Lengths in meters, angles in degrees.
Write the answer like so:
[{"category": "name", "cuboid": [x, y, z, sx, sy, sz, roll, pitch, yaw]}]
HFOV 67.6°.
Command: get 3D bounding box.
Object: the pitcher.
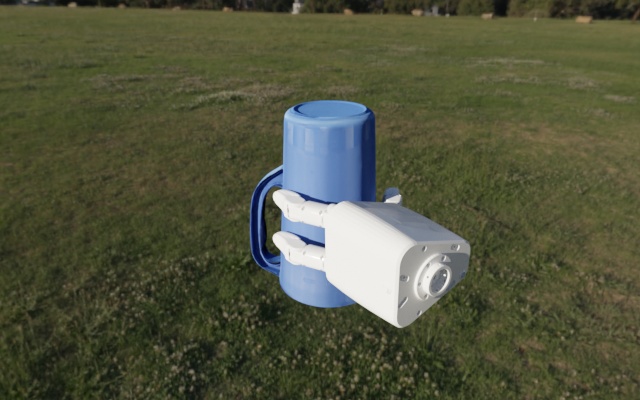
[{"category": "pitcher", "cuboid": [0.000, 0.002, 0.610, 0.149, 0.243, 0.145, -15, 28, -30]}]
